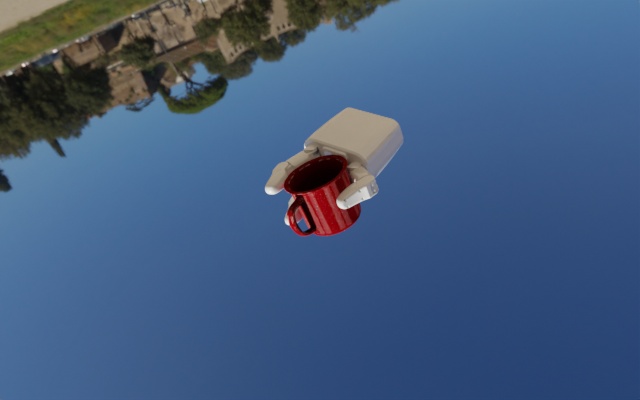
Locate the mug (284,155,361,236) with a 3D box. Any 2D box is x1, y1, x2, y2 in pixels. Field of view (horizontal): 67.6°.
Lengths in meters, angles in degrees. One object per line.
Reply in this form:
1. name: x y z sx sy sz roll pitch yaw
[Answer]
1. mug: -0.001 0.003 0.660 0.093 0.081 0.117 7 42 43
